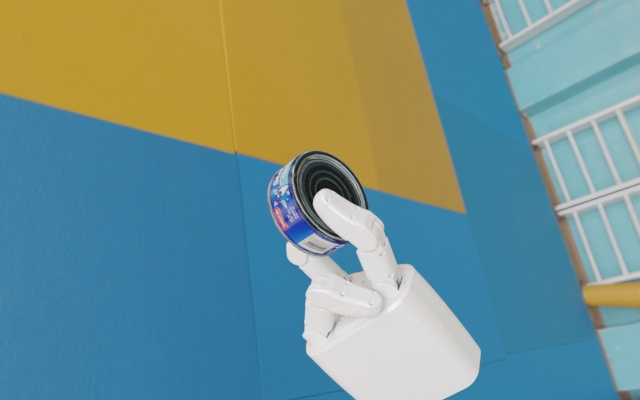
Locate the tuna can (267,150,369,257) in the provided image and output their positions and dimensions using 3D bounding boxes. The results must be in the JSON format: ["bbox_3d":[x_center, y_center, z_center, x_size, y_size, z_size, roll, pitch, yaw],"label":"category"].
[{"bbox_3d":[0.000,0.001,0.401,0.086,0.086,0.034,0,-25,-43],"label":"tuna can"}]
